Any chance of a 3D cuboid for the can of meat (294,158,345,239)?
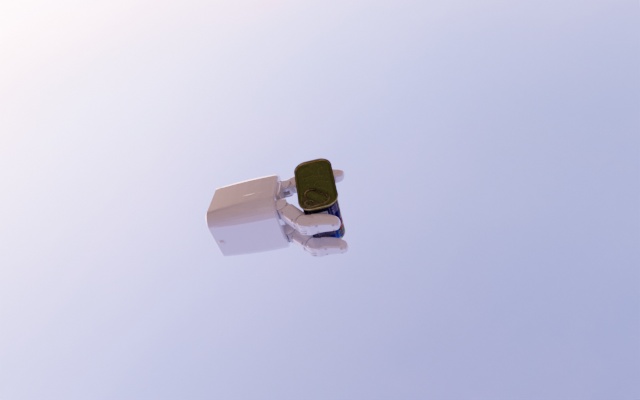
[{"bbox_3d":[0.000,0.002,0.715,0.057,0.102,0.084,-13,-45,2],"label":"can of meat"}]
